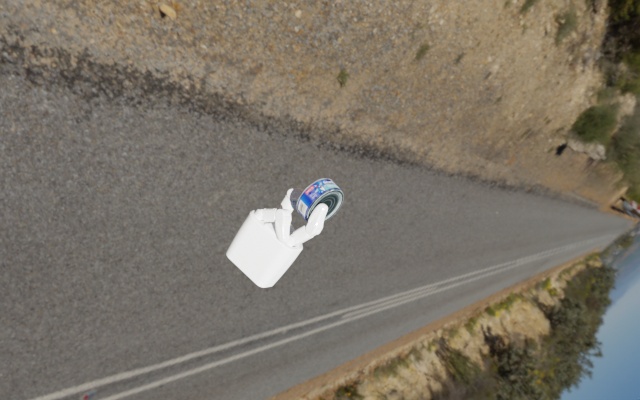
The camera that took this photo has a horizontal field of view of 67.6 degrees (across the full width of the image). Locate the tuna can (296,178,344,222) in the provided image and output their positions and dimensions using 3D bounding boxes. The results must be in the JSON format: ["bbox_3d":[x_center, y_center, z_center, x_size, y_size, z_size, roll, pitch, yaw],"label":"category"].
[{"bbox_3d":[0.001,0.003,0.869,0.086,0.086,0.033,0,38,-49],"label":"tuna can"}]
